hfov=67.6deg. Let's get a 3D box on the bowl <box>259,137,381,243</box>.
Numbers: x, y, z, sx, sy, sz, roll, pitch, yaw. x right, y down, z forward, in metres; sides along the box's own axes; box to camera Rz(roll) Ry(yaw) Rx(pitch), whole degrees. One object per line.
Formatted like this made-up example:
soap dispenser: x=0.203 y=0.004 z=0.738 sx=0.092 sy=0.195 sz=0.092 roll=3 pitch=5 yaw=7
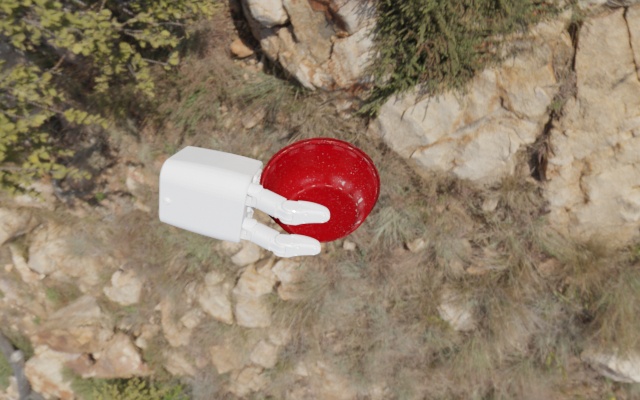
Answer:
bowl: x=0.001 y=0.002 z=0.613 sx=0.162 sy=0.162 sz=0.055 roll=0 pitch=37 yaw=-3
